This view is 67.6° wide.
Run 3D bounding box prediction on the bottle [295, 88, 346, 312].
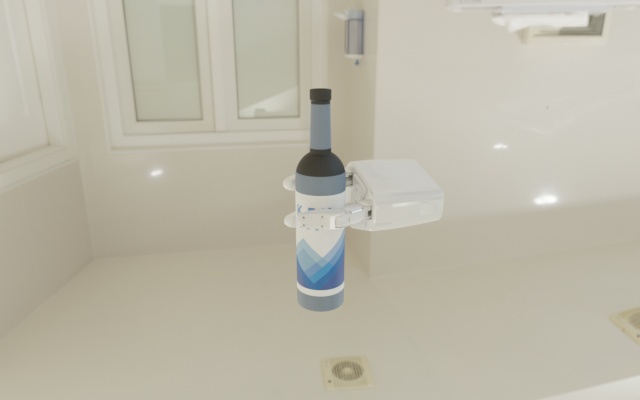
[{"bbox_3d":[0.000,0.002,0.636,0.069,0.296,0.069,0,18,0],"label":"bottle"}]
